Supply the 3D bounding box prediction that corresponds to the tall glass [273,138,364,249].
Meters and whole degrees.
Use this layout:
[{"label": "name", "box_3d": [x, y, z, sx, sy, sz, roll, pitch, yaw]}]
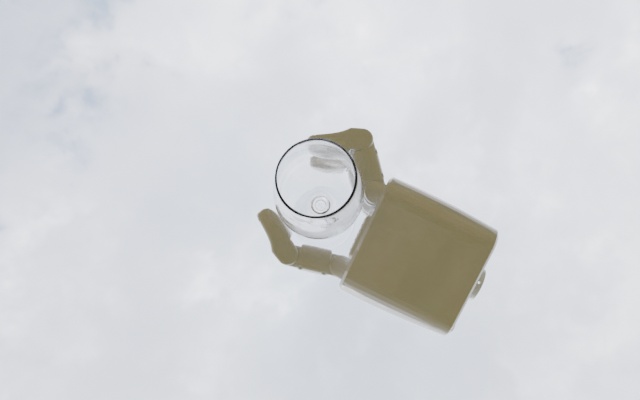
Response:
[{"label": "tall glass", "box_3d": [0.000, 0.002, 0.450, 0.079, 0.079, 0.201, 0, -11, 2]}]
